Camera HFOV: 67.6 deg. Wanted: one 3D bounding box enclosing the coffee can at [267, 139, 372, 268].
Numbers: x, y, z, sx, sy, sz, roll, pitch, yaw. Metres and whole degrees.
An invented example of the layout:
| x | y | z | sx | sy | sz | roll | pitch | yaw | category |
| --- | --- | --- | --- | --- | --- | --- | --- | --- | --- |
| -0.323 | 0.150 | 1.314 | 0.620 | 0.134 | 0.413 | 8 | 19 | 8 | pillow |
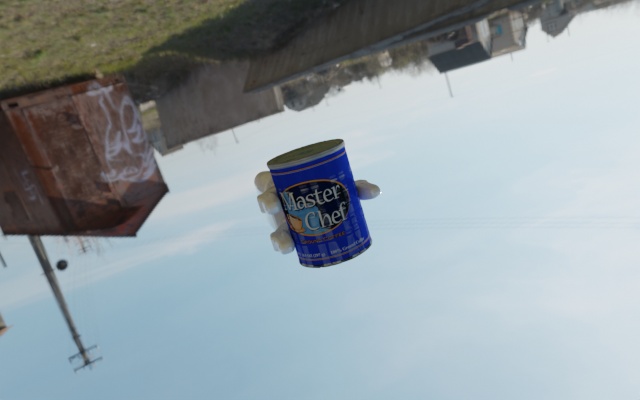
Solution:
| x | y | z | sx | sy | sz | roll | pitch | yaw | category |
| --- | --- | --- | --- | --- | --- | --- | --- | --- | --- |
| 0.000 | 0.002 | 0.620 | 0.103 | 0.140 | 0.102 | -16 | 14 | 4 | coffee can |
